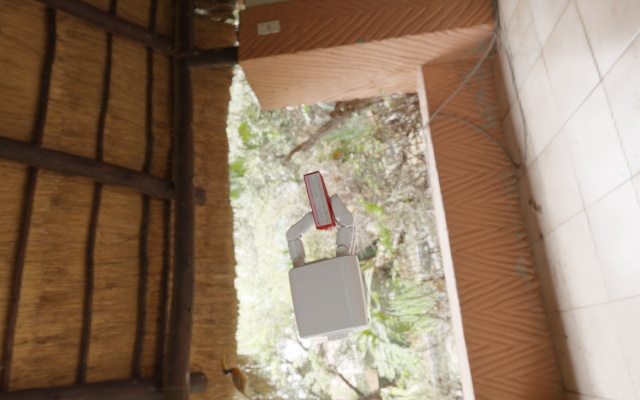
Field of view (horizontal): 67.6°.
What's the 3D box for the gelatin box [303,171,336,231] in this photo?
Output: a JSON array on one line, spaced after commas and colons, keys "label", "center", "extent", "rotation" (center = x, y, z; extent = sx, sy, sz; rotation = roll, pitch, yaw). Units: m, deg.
[{"label": "gelatin box", "center": [0.000, 0.002, 0.758], "extent": [0.030, 0.089, 0.073], "rotation": [-15, -6, 4]}]
